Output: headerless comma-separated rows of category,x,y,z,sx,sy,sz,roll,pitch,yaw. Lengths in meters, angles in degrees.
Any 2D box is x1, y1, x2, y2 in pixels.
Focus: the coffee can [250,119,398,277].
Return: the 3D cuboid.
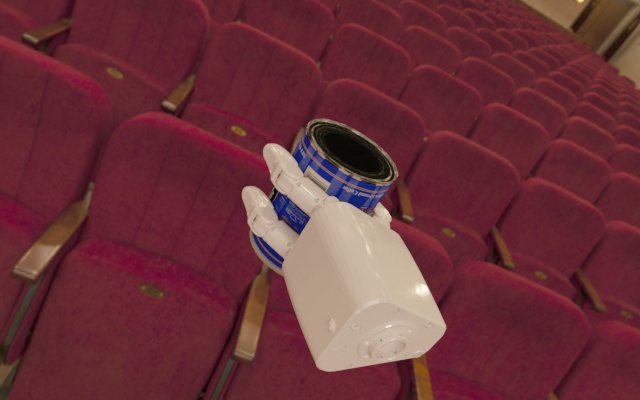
coffee can,0.000,0.002,0.500,0.103,0.140,0.102,23,30,-15
